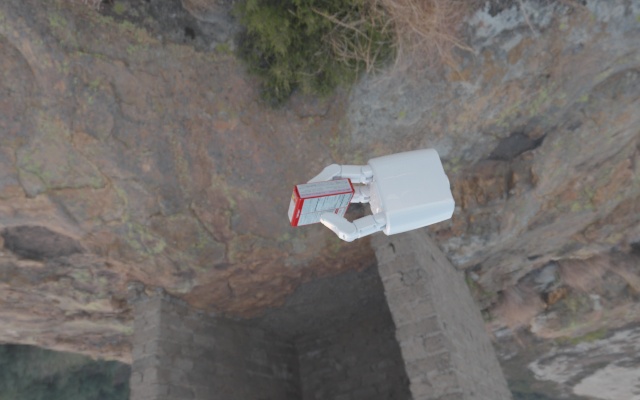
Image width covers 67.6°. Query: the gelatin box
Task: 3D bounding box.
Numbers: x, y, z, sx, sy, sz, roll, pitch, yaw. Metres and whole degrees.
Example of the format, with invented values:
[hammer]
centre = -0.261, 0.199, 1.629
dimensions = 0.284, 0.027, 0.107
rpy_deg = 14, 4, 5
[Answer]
[gelatin box]
centre = 0.000, 0.003, 0.717
dimensions = 0.089, 0.030, 0.073
rpy_deg = -9, -33, -19
